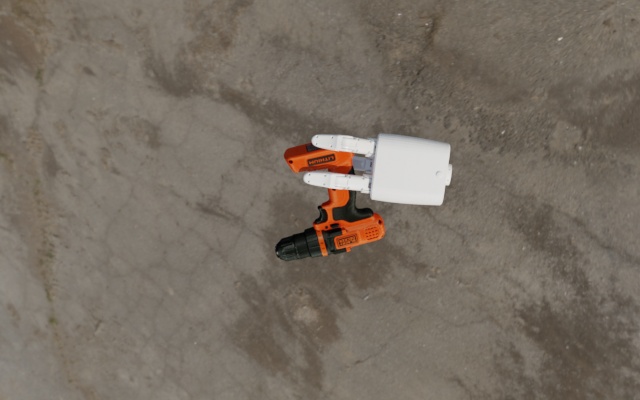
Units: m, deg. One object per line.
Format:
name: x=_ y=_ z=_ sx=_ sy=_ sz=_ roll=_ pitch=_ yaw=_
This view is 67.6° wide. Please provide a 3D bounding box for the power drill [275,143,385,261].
power drill: x=0.000 y=0.002 z=0.759 sx=0.184 sy=0.188 sz=0.057 roll=-15 pitch=26 yaw=-2
